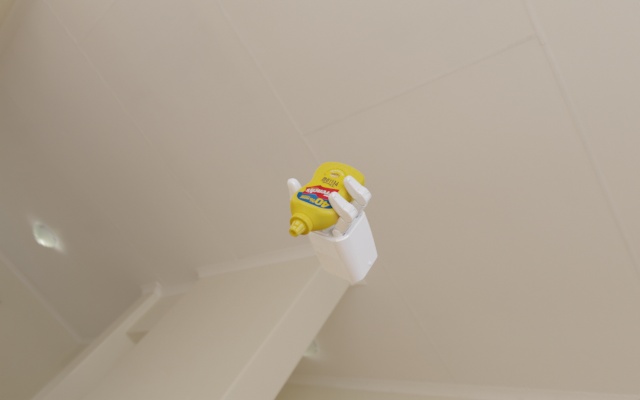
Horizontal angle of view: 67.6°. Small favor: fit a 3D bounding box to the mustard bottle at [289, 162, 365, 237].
[{"bbox_3d":[0.000,0.002,0.871,0.096,0.058,0.191,22,44,20],"label":"mustard bottle"}]
